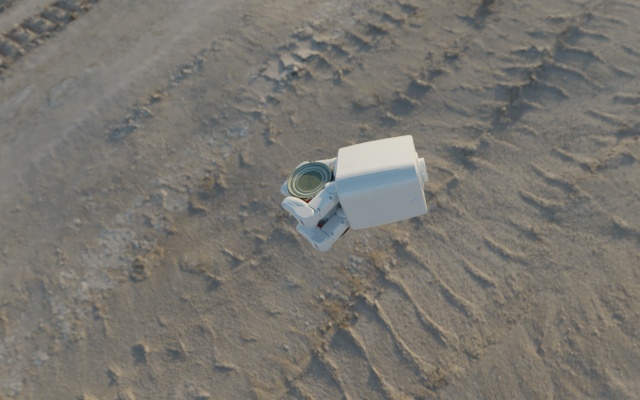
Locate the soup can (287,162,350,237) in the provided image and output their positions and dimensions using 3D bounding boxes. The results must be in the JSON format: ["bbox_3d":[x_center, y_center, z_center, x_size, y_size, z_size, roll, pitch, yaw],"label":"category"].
[{"bbox_3d":[0.000,0.002,0.684,0.068,0.068,0.102,0,-38,22],"label":"soup can"}]
